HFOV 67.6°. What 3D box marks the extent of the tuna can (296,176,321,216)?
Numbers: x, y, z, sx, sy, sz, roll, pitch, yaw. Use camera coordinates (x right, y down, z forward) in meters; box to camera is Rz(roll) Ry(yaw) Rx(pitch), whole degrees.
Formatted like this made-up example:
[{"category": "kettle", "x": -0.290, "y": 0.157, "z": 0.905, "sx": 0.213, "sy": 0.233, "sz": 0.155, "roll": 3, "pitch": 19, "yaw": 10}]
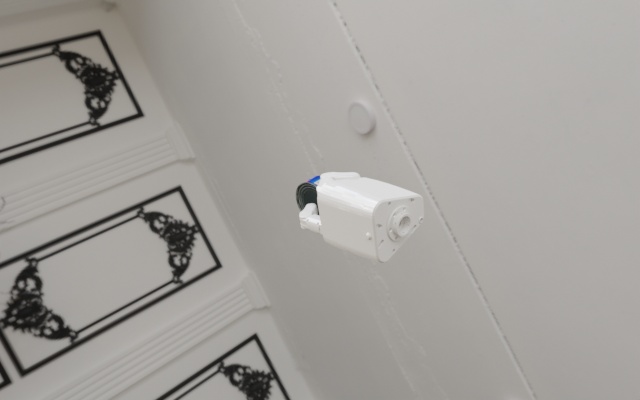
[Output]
[{"category": "tuna can", "x": 0.000, "y": 0.002, "z": 0.793, "sx": 0.033, "sy": 0.086, "sz": 0.086, "roll": -32, "pitch": 20, "yaw": -35}]
